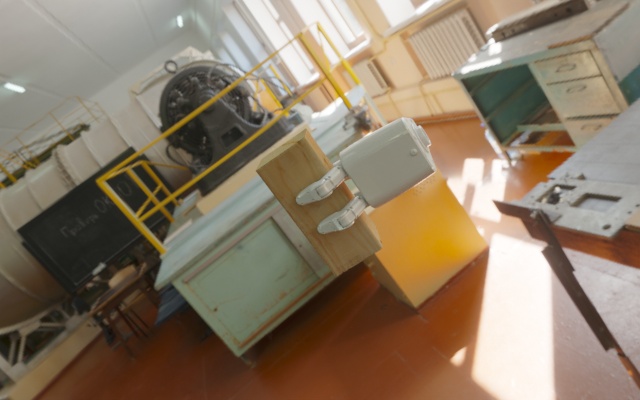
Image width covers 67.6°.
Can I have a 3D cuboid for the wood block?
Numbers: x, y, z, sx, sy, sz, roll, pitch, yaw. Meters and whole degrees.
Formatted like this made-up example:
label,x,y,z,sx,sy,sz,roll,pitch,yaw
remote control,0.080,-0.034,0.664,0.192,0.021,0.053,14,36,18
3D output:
label,x,y,z,sx,sy,sz,roll,pitch,yaw
wood block,0.000,0.002,0.746,0.090,0.206,0.090,-33,14,10
